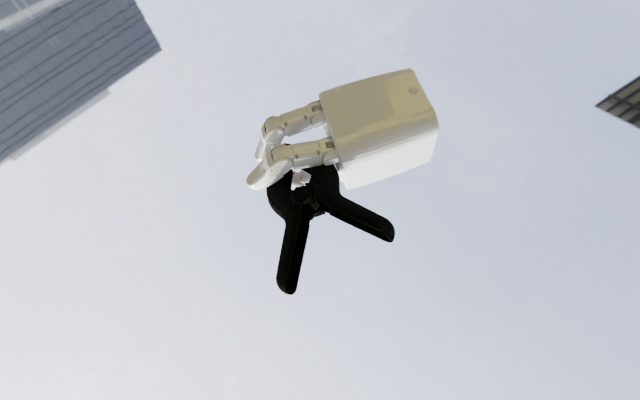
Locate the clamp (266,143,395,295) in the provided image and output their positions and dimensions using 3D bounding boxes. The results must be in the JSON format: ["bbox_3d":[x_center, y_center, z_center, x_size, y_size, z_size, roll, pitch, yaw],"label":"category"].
[{"bbox_3d":[0.000,0.002,0.484,0.120,0.171,0.039,-18,-34,3],"label":"clamp"}]
